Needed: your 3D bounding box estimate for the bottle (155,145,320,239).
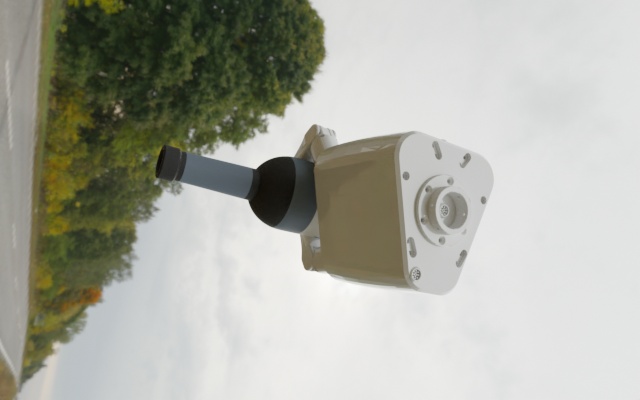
[{"bbox_3d":[0.000,0.002,0.443,0.296,0.069,0.069,14,-7,-28],"label":"bottle"}]
